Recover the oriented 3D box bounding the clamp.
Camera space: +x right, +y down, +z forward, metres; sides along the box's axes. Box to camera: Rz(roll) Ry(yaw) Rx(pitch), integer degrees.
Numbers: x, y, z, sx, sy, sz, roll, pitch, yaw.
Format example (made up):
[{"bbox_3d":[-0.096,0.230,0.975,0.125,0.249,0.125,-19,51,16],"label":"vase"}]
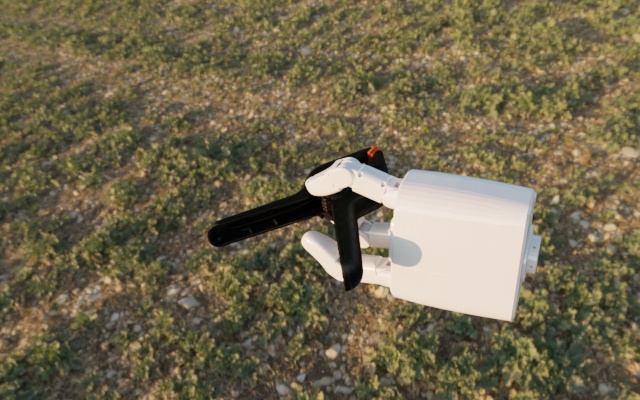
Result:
[{"bbox_3d":[0.000,0.001,0.482,0.164,0.036,0.210,9,36,26],"label":"clamp"}]
